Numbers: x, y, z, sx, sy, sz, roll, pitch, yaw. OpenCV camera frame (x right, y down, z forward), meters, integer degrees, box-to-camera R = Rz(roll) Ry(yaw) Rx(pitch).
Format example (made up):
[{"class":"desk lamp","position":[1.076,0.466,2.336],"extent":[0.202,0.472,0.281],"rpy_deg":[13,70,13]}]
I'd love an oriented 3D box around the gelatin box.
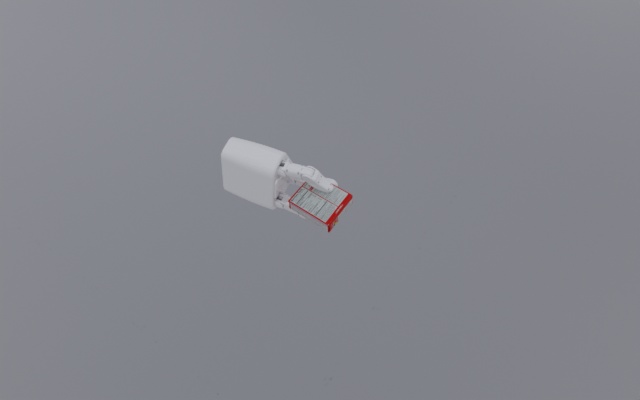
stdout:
[{"class":"gelatin box","position":[0.000,0.003,0.830],"extent":[0.089,0.073,0.030],"rpy_deg":[30,-25,20]}]
